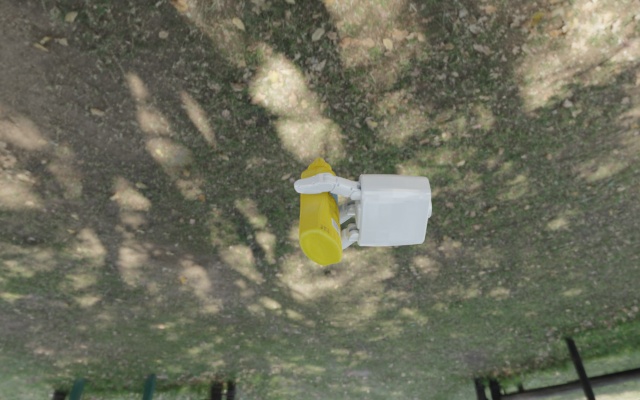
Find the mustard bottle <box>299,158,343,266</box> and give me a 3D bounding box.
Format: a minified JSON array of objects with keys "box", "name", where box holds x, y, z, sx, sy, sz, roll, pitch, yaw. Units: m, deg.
[{"box":[0.000,0.003,0.776,0.058,0.191,0.096,-16,-43,17],"name":"mustard bottle"}]
